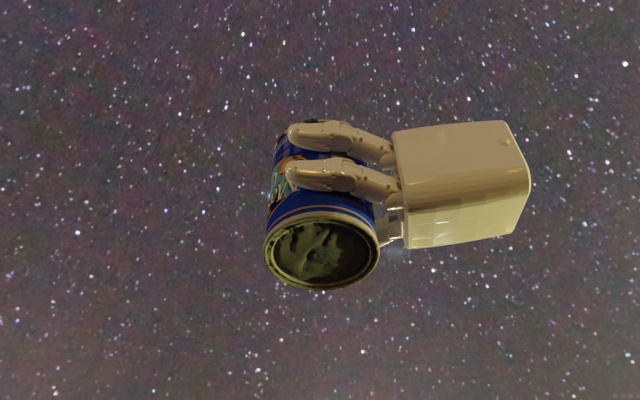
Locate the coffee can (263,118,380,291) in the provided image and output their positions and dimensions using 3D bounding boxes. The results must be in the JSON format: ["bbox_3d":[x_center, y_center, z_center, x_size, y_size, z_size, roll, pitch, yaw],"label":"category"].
[{"bbox_3d":[0.000,0.002,0.469,0.103,0.103,0.140,0,44,-1],"label":"coffee can"}]
